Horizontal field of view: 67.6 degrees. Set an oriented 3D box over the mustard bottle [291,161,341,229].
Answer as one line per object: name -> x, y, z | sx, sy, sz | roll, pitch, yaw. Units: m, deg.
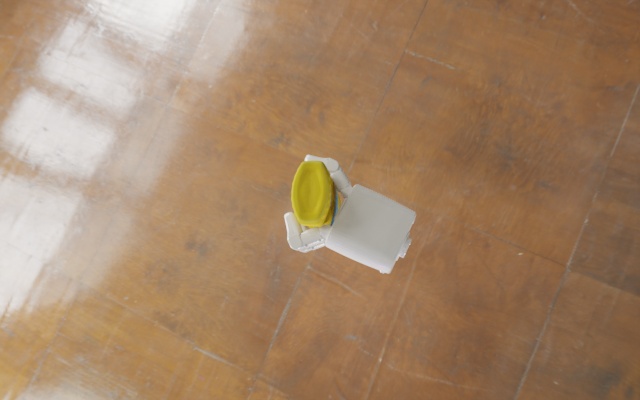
mustard bottle -> 0.000, 0.002, 0.784 | 0.058, 0.096, 0.192 | 0, -10, 9
